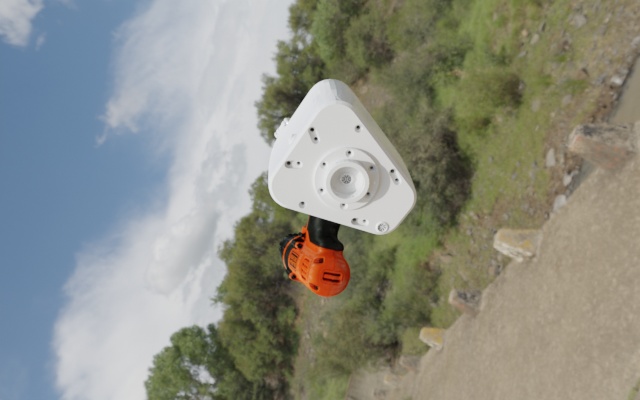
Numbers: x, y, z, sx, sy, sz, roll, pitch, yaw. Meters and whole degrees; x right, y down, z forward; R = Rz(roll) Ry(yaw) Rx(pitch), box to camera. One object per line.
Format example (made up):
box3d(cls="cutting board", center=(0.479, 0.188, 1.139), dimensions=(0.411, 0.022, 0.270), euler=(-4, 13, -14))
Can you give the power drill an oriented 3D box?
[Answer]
box3d(cls="power drill", center=(0.000, 0.001, 0.544), dimensions=(0.057, 0.187, 0.184), euler=(9, 2, -18))
